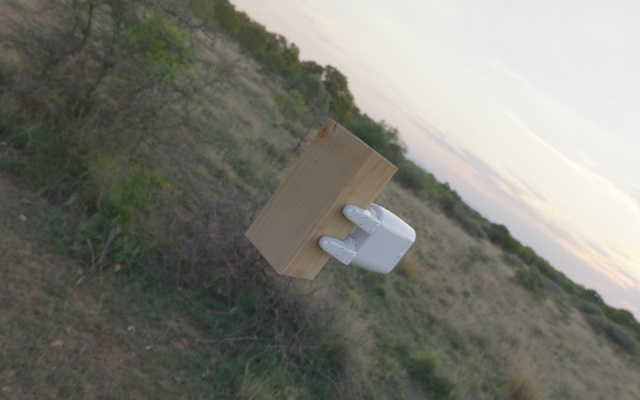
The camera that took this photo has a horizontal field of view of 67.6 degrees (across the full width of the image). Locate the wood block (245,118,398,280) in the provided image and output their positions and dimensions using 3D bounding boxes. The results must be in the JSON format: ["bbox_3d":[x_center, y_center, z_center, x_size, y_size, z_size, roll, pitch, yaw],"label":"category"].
[{"bbox_3d":[0.000,0.002,0.678,0.090,0.206,0.090,43,11,34],"label":"wood block"}]
